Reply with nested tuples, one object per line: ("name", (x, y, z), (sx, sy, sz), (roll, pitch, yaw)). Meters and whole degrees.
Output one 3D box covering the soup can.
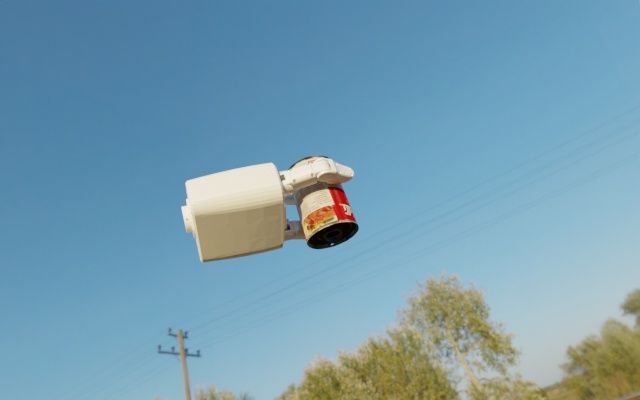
("soup can", (0.000, 0.002, 0.612), (0.068, 0.102, 0.068), (-16, -28, -9))
